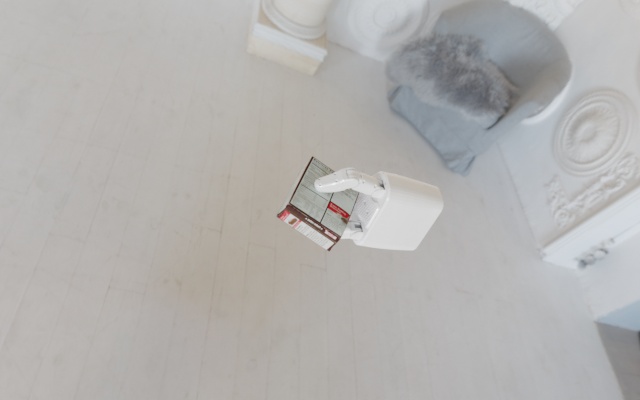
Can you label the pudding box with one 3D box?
[{"bbox_3d":[0.000,0.002,0.673,0.090,0.113,0.039,34,-48,-9],"label":"pudding box"}]
